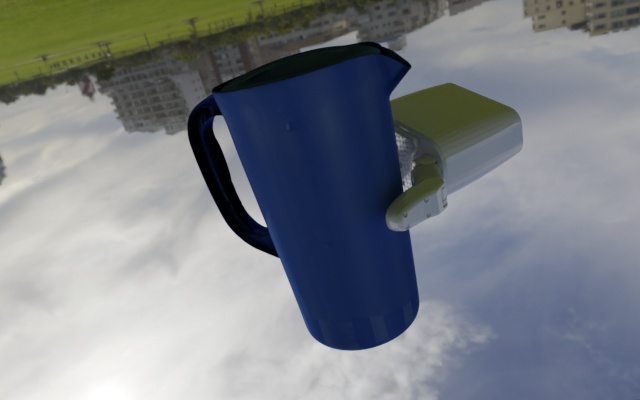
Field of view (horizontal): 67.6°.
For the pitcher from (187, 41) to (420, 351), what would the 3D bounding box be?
[{"bbox_3d":[0.000,0.001,0.405,0.145,0.243,0.149,-26,24,-25],"label":"pitcher"}]
